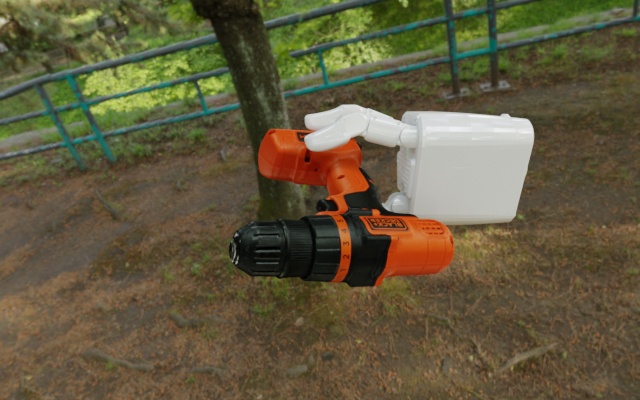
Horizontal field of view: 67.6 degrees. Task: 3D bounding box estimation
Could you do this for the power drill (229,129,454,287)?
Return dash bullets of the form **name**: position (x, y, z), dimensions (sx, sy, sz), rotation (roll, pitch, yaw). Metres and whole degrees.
- **power drill**: position (0.000, 0.001, 0.424), dimensions (0.184, 0.057, 0.187), rotation (4, 33, -24)
